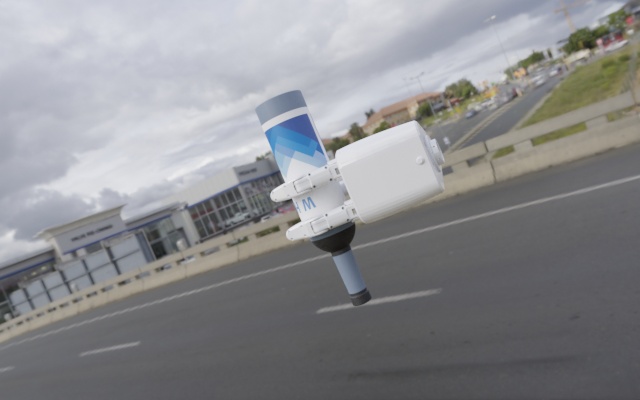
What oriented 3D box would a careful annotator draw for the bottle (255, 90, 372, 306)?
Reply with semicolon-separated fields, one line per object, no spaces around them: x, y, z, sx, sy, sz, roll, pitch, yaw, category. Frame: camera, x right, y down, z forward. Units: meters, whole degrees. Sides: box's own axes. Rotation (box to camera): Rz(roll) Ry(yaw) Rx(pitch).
0.000;0.002;0.642;0.069;0.296;0.069;-23;2;1;bottle
